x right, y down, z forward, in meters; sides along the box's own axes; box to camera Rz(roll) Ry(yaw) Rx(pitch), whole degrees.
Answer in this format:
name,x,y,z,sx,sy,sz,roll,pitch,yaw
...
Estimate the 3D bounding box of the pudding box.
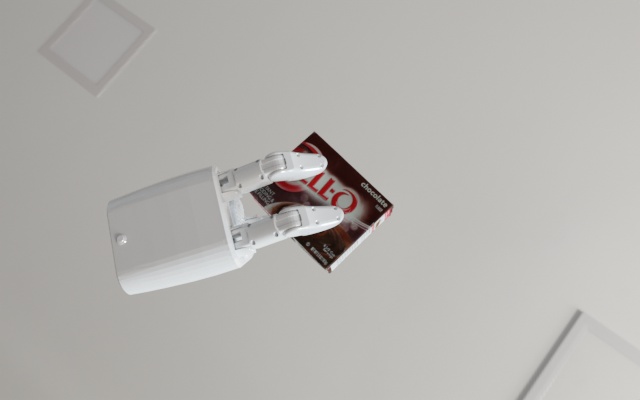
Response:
name,x,y,z,sx,sy,sz,roll,pitch,yaw
pudding box,0.000,0.002,0.468,0.090,0.113,0.039,-43,-13,-9
